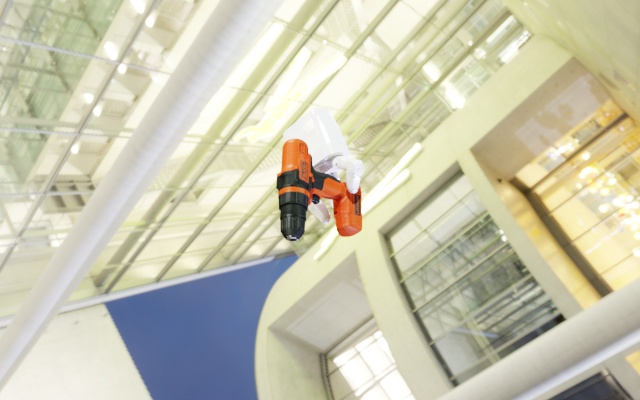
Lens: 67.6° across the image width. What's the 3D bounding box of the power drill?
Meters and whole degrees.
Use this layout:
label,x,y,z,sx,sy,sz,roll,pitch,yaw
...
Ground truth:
label,x,y,z,sx,sy,sz,roll,pitch,yaw
power drill,0.000,0.003,0.839,0.057,0.184,0.188,-17,-31,35
